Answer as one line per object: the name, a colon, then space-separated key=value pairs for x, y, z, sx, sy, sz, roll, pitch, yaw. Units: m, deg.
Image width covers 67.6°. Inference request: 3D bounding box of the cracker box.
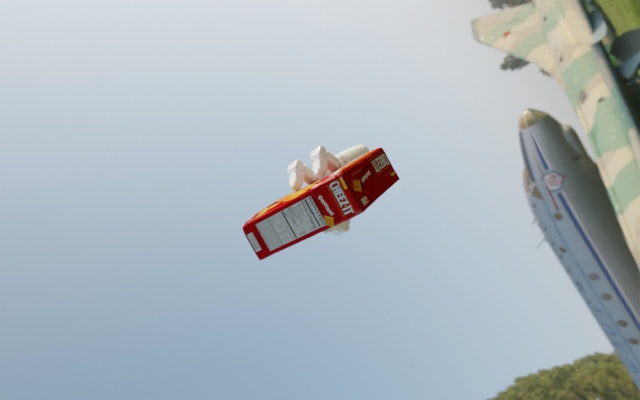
cracker box: x=0.000 y=0.003 z=0.772 sx=0.214 sy=0.072 sz=0.164 roll=-28 pitch=5 yaw=33
